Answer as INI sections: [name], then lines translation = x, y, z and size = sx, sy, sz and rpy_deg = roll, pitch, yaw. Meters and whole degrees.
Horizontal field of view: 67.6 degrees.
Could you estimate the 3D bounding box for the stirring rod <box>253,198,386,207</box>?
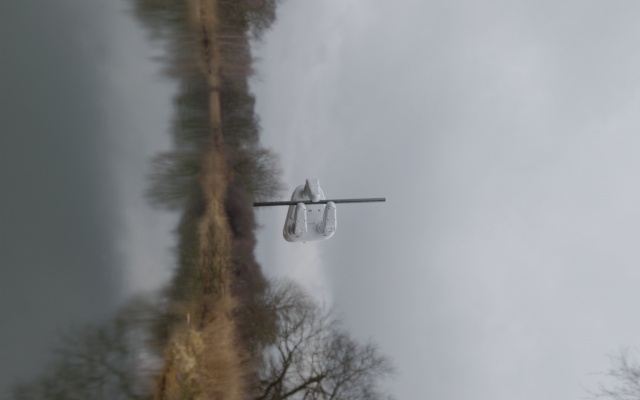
[stirring rod]
translation = 0.000, 0.003, 0.858
size = 0.239, 0.011, 0.011
rpy_deg = -2, 0, -10
